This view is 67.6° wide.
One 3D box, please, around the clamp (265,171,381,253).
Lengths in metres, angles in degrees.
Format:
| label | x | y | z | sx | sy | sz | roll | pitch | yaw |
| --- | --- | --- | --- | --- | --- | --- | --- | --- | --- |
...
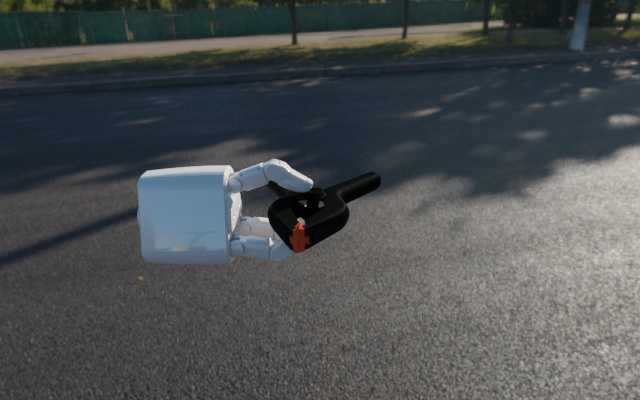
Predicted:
| label | x | y | z | sx | sy | sz | roll | pitch | yaw |
| --- | --- | --- | --- | --- | --- | --- | --- | --- | --- |
| clamp | 0.000 | 0.001 | 0.585 | 0.164 | 0.036 | 0.210 | -2 | 22 | 1 |
